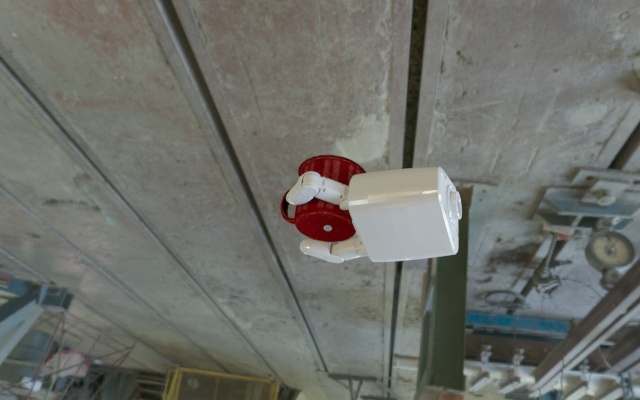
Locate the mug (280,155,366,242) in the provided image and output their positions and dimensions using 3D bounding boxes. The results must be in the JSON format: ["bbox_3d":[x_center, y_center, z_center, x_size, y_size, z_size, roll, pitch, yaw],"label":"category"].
[{"bbox_3d":[-0.001,0.002,0.620,0.117,0.081,0.093,-6,-34,23],"label":"mug"}]
